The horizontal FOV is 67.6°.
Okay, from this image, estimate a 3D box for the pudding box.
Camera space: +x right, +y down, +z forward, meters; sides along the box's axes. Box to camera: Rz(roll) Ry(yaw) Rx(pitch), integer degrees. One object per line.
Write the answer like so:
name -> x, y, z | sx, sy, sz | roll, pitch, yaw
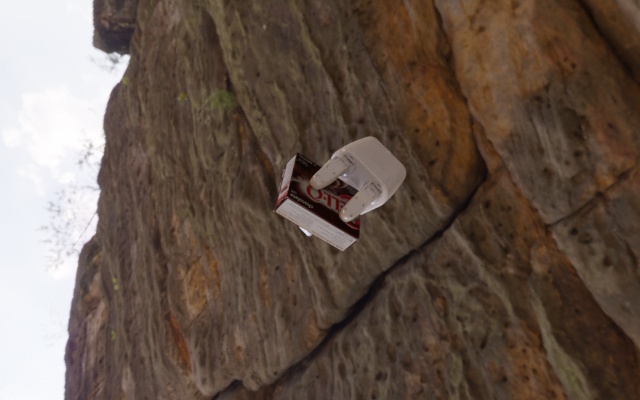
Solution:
pudding box -> 0.000, 0.002, 0.618 | 0.113, 0.090, 0.039 | 29, -52, -18
